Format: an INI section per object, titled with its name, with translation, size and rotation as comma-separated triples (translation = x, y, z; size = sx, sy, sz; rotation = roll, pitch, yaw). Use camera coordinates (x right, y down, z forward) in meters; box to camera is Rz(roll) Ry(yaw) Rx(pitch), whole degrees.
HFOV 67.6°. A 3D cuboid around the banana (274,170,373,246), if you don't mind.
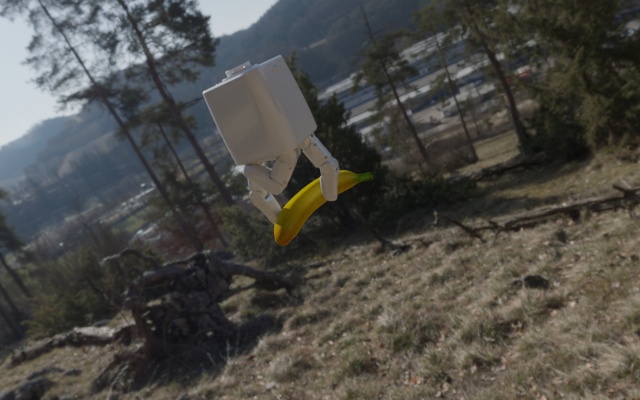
[banana]
translation = -0.010, 0.001, 0.688
size = 0.197, 0.037, 0.069
rotation = -38, 22, -34
